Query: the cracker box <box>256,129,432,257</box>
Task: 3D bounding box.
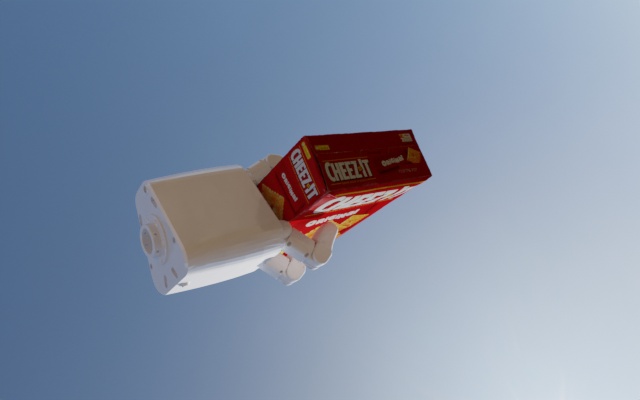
[{"bbox_3d":[0.000,0.002,0.570,0.164,0.072,0.214,-11,-18,-40],"label":"cracker box"}]
